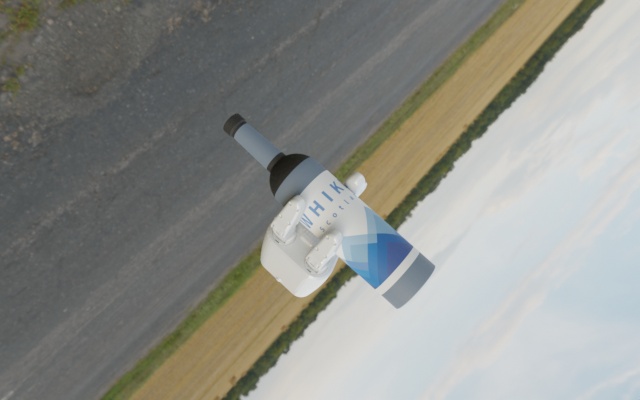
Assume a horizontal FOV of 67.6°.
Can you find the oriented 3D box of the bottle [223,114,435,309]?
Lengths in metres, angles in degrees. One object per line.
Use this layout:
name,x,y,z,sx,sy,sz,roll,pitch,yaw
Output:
bottle,0.000,0.002,0.562,0.295,0.069,0.069,42,6,7
